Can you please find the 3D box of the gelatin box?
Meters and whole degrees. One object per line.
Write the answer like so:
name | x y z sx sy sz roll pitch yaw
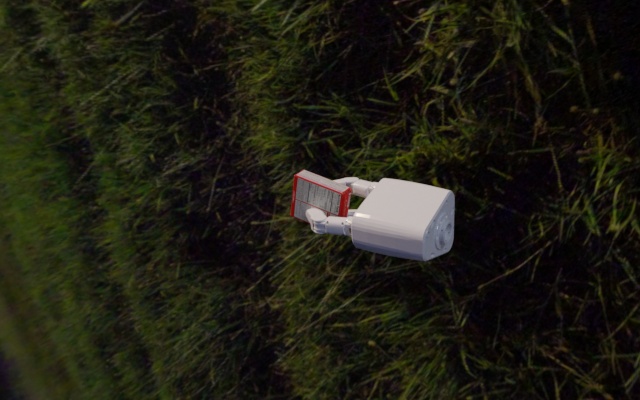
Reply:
gelatin box | 0.000 0.002 0.725 0.089 0.073 0.030 21 32 24
